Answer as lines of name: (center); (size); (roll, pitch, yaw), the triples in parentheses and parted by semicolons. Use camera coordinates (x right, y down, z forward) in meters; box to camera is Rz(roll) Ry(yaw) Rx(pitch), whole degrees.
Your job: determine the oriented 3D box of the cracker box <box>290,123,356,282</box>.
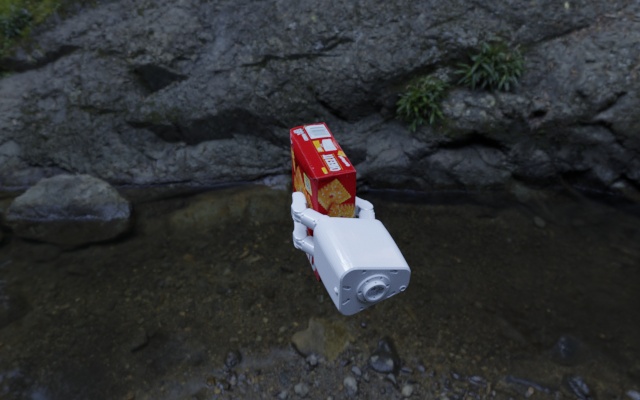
cracker box: (0.000, 0.002, 0.805); (0.072, 0.214, 0.164); (-10, 38, -13)
